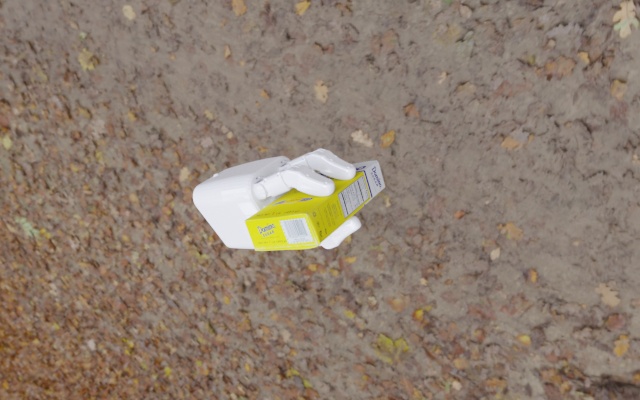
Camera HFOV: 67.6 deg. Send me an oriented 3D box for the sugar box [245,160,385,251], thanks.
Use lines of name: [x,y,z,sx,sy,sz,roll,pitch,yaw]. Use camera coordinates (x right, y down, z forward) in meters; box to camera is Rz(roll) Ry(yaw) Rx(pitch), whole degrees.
sugar box: [0.000,0.001,0.582,0.093,0.048,0.176,-7,21,35]
